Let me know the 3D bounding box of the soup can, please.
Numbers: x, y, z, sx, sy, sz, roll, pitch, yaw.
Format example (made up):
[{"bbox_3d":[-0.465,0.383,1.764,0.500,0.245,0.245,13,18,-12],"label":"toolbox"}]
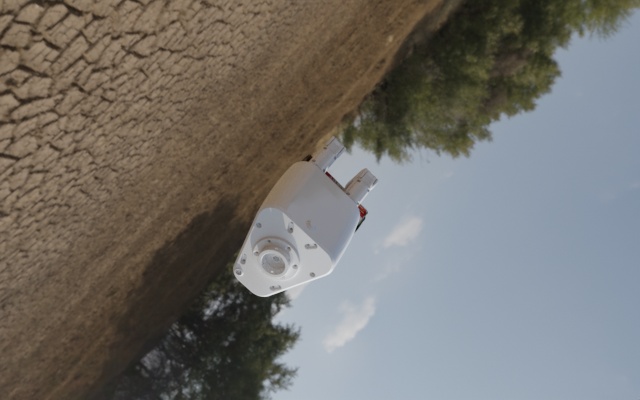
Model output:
[{"bbox_3d":[0.000,0.002,0.587,0.102,0.068,0.068,44,-7,-7],"label":"soup can"}]
